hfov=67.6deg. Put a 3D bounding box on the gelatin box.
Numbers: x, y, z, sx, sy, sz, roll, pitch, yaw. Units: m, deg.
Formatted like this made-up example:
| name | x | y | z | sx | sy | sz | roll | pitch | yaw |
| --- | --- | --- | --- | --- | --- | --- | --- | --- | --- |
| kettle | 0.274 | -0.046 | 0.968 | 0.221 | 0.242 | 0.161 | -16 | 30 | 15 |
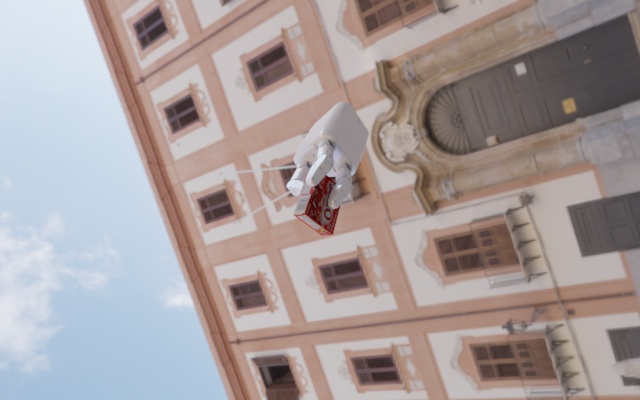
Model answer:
| name | x | y | z | sx | sy | sz | roll | pitch | yaw |
| --- | --- | --- | --- | --- | --- | --- | --- | --- | --- |
| gelatin box | 0.000 | 0.003 | 0.791 | 0.030 | 0.089 | 0.073 | -9 | -36 | 42 |
